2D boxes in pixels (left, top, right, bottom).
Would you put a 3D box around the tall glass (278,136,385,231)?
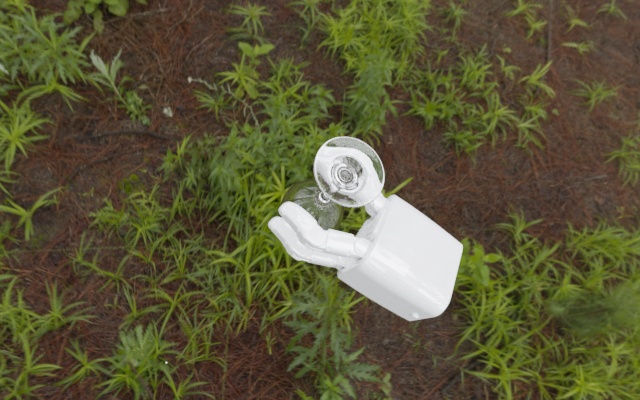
[{"bbox_3d":[0.000,0.001,0.556,0.079,0.079,0.201,0,-18,-18],"label":"tall glass"}]
